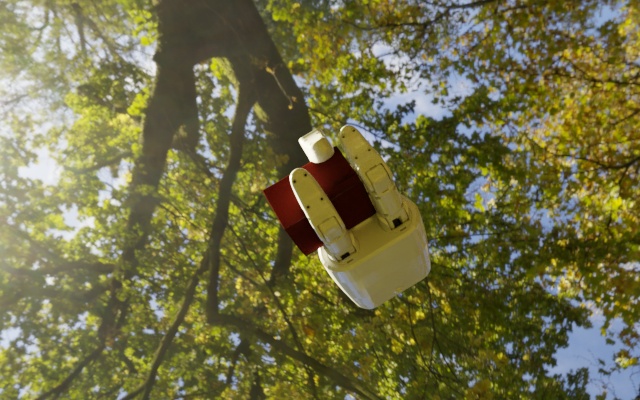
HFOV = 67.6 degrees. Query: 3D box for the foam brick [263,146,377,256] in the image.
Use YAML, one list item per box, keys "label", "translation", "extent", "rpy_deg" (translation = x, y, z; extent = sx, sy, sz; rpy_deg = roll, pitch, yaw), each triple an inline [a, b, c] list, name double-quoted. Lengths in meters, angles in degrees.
- label: "foam brick"
  translation: [0.000, 0.001, 0.423]
  extent: [0.078, 0.053, 0.051]
  rpy_deg: [-31, -39, 0]
